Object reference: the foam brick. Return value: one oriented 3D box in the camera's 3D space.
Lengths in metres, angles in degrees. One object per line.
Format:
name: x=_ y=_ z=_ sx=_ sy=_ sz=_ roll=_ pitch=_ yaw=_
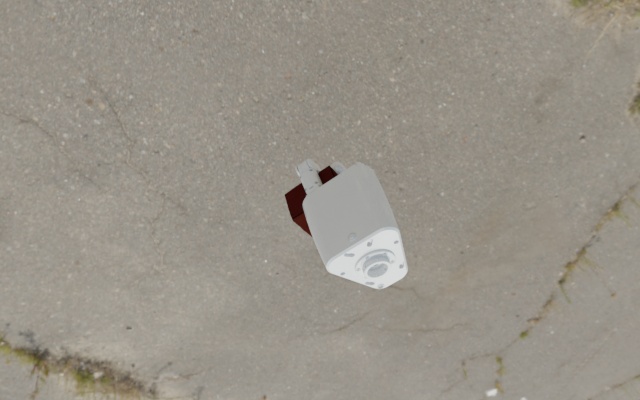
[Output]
foam brick: x=0.000 y=0.002 z=0.643 sx=0.078 sy=0.051 sz=0.053 roll=-33 pitch=-44 yaw=13
